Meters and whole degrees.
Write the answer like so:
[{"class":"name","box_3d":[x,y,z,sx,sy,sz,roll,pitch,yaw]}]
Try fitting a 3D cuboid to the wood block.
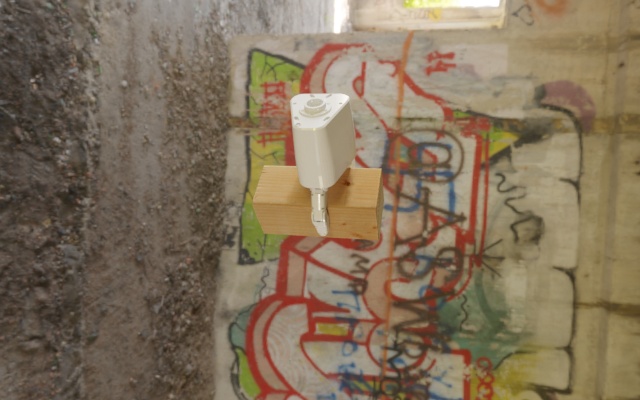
[{"class":"wood block","box_3d":[0.000,0.003,0.821,0.206,0.090,0.090,3,-38,13]}]
